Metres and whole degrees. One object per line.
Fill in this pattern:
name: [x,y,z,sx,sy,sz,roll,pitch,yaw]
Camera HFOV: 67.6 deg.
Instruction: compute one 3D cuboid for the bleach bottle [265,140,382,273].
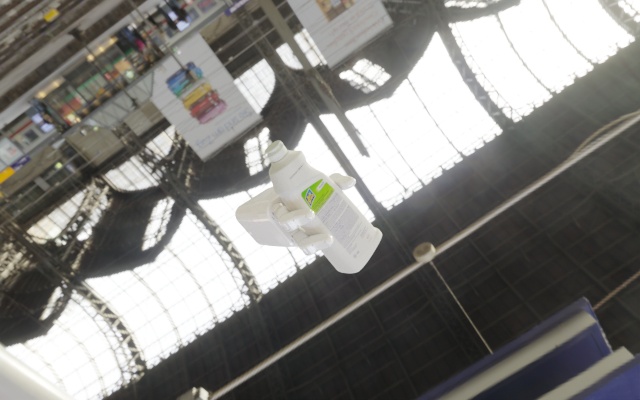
bleach bottle: [0.000,0.003,0.776,0.068,0.251,0.102,-5,41,48]
